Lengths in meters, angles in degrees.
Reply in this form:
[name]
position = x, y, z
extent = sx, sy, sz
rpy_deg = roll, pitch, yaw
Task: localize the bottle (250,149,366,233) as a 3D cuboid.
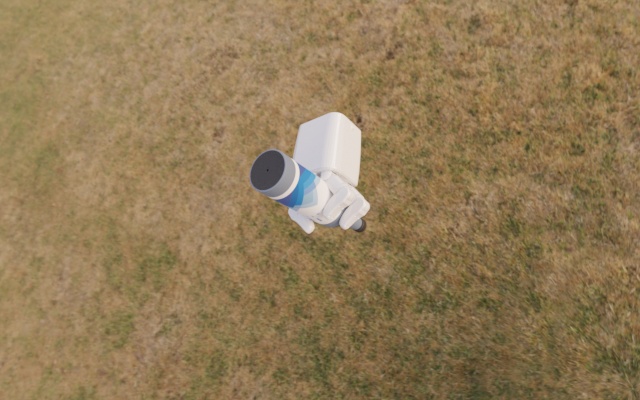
[bottle]
position = 0.000, 0.003, 0.802
extent = 0.069, 0.069, 0.296
rpy_deg = 0, -18, 33
